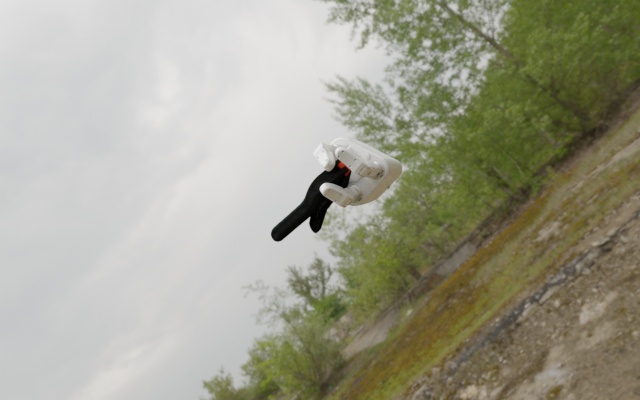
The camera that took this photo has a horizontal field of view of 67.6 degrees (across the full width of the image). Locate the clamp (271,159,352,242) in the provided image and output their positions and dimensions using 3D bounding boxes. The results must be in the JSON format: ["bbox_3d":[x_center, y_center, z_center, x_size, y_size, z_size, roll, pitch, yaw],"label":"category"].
[{"bbox_3d":[0.000,0.002,0.790,0.171,0.039,0.120,-48,-17,20],"label":"clamp"}]
